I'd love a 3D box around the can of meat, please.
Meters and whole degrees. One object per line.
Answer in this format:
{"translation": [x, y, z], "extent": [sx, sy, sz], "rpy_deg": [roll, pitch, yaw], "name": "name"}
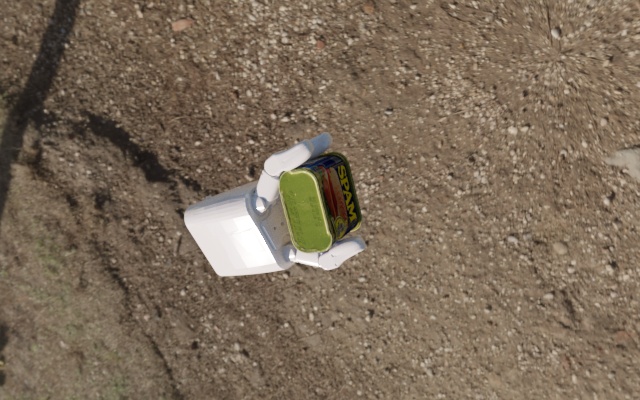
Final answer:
{"translation": [0.000, 0.002, 0.554], "extent": [0.057, 0.102, 0.084], "rpy_deg": [-9, 11, 29], "name": "can of meat"}
